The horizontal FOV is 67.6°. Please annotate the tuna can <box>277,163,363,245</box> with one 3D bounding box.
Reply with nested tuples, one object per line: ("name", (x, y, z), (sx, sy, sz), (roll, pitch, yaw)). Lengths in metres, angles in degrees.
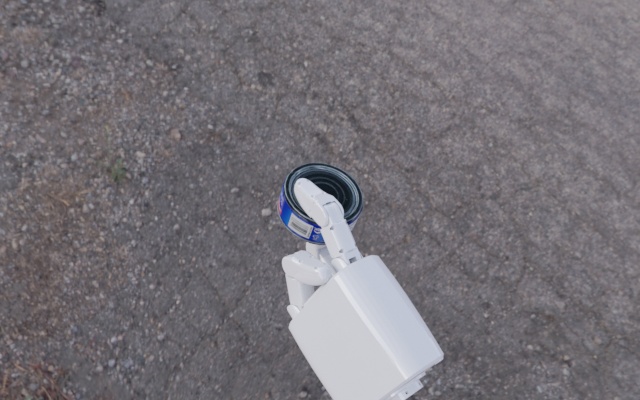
("tuna can", (0.000, 0.001, 0.494), (0.086, 0.086, 0.034), (0, -39, -18))
